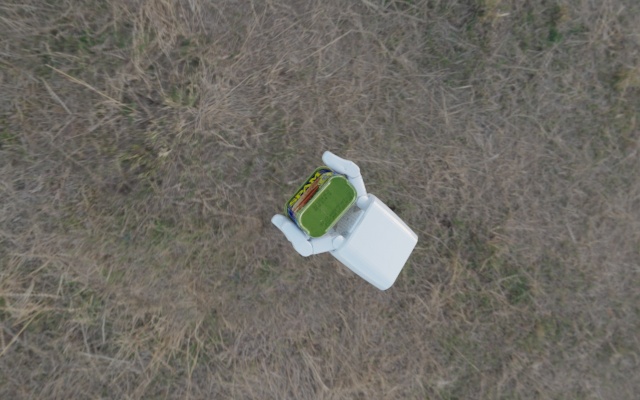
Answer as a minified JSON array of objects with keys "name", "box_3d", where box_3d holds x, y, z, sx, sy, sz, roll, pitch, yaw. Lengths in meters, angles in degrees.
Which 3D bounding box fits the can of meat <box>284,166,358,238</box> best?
[{"name":"can of meat","box_3d":[0.000,0.002,0.712,0.057,0.102,0.084,42,-2,-18]}]
